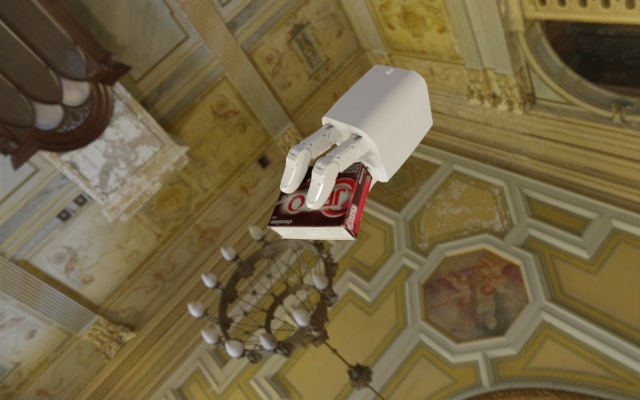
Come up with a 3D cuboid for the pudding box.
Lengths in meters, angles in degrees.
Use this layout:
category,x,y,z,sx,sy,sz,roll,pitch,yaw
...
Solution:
category,x,y,z,sx,sy,sz,roll,pitch,yaw
pudding box,0.000,0.002,0.585,0.113,0.090,0.039,-4,-36,35
